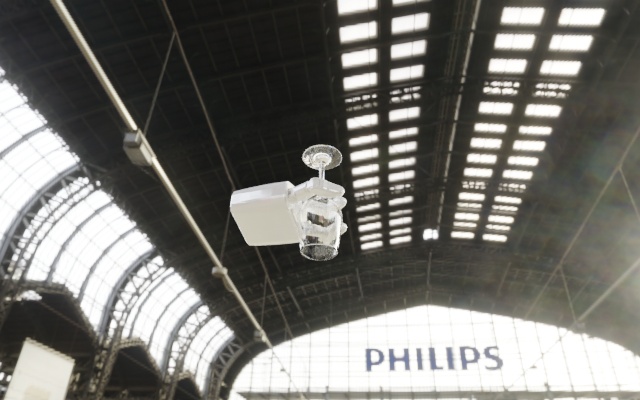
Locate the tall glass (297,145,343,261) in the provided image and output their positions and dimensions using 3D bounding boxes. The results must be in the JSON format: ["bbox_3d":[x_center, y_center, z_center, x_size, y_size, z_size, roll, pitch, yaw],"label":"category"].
[{"bbox_3d":[0.000,0.002,0.843,0.079,0.201,0.079,1,-33,1],"label":"tall glass"}]
